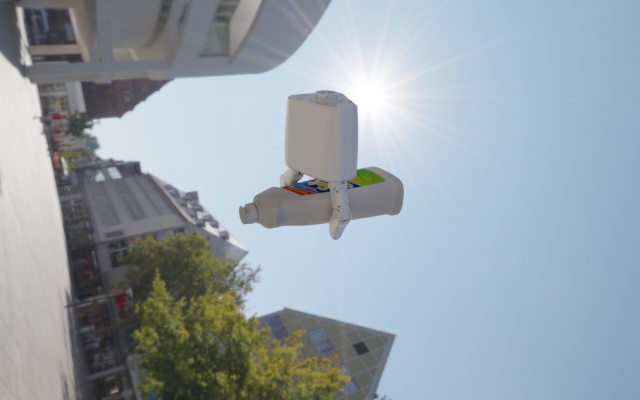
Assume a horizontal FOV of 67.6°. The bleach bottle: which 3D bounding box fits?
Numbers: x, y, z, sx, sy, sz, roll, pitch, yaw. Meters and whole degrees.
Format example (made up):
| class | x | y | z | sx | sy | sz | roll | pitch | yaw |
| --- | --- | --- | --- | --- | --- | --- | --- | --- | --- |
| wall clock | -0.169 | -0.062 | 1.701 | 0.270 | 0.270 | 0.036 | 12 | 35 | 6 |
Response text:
| class | x | y | z | sx | sy | sz | roll | pitch | yaw |
| --- | --- | --- | --- | --- | --- | --- | --- | --- | --- |
| bleach bottle | 0.000 | 0.002 | 0.740 | 0.251 | 0.068 | 0.102 | -12 | 27 | -28 |
